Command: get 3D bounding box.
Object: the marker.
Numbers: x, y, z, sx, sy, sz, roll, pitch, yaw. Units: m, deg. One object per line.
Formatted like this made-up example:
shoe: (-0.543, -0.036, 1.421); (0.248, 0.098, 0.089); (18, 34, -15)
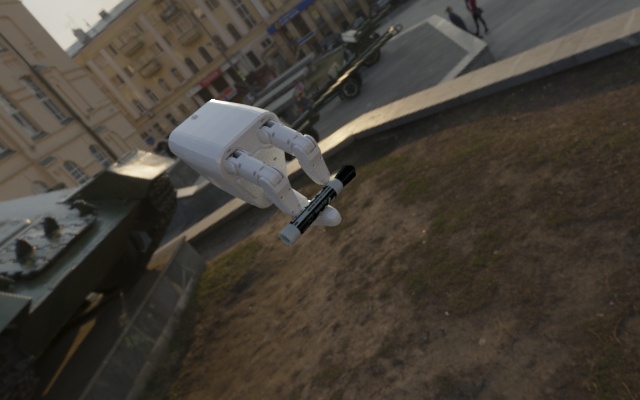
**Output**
marker: (0.000, 0.002, 0.527); (0.121, 0.020, 0.020); (-47, 25, -26)
